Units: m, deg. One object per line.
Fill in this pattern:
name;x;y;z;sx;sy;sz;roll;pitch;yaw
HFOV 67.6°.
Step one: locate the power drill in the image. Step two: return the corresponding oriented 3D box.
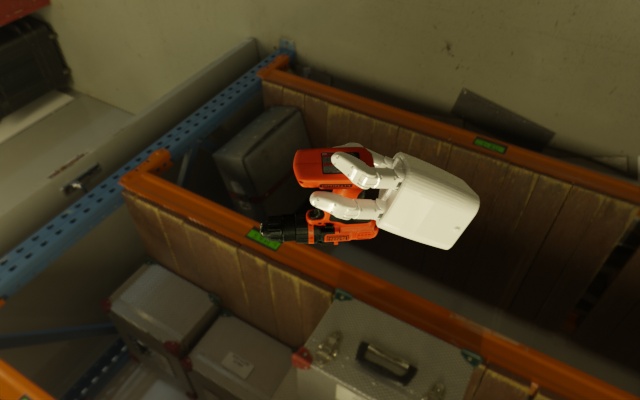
power drill;0.000;0.002;0.685;0.184;0.057;0.188;-4;-32;-5
